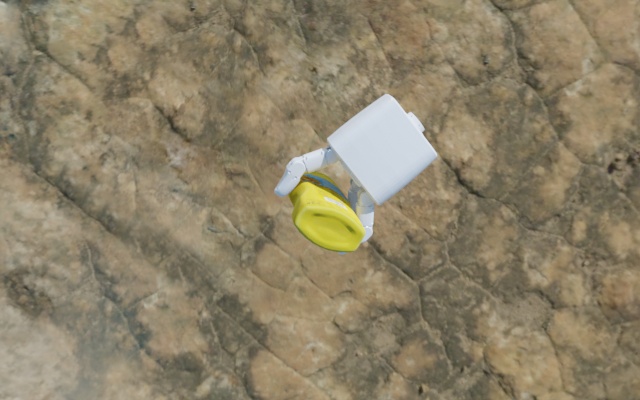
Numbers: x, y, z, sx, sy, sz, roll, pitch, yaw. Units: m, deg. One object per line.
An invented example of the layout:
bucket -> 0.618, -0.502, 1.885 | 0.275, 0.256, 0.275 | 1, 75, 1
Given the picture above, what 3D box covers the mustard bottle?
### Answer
mustard bottle -> 0.000, 0.003, 0.692 | 0.096, 0.058, 0.191 | 23, 17, -17
